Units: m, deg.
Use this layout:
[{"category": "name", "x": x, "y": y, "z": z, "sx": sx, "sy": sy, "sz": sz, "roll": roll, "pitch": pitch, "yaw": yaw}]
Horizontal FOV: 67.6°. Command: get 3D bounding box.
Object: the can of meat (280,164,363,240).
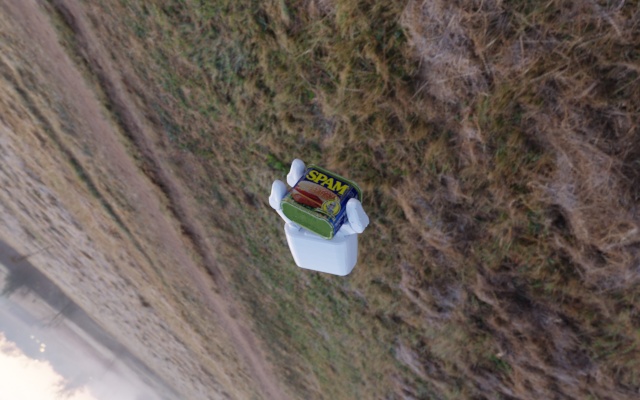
[{"category": "can of meat", "x": 0.000, "y": 0.003, "z": 0.736, "sx": 0.102, "sy": 0.084, "sz": 0.057, "roll": 26, "pitch": -32, "yaw": 21}]
